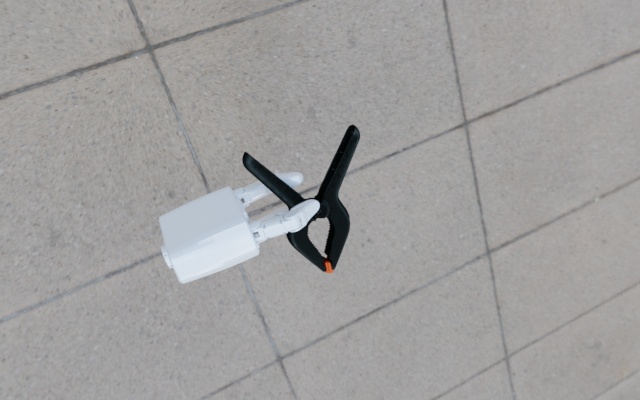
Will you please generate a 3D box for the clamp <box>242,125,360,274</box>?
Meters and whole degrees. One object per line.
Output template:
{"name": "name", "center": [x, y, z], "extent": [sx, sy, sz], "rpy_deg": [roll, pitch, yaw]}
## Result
{"name": "clamp", "center": [0.000, 0.003, 0.670], "extent": [0.164, 0.210, 0.036], "rpy_deg": [-22, 22, -10]}
